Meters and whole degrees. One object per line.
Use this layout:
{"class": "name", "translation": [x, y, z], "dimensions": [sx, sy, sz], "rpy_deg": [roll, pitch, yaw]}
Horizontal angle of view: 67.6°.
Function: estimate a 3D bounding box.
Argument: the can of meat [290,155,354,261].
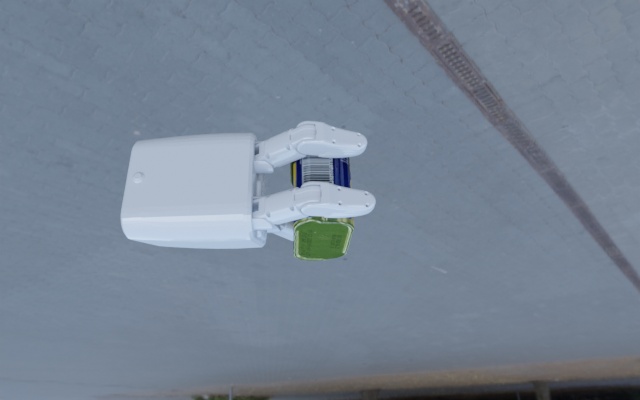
{"class": "can of meat", "translation": [0.000, 0.002, 0.446], "dimensions": [0.057, 0.084, 0.102], "rpy_deg": [0, -26, -3]}
